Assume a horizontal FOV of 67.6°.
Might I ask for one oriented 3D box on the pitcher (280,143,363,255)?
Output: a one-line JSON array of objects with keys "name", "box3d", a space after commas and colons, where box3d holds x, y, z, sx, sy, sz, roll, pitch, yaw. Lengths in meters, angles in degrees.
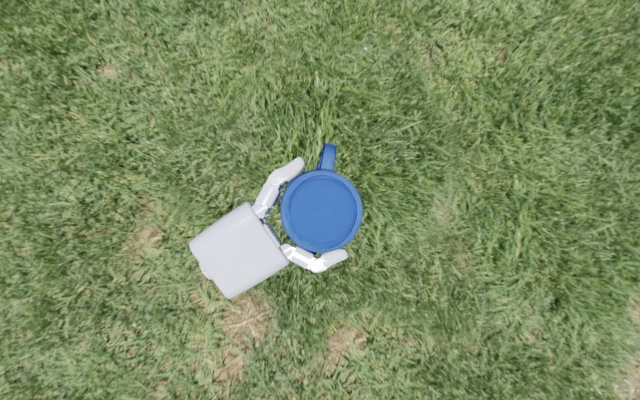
[{"name": "pitcher", "box3d": [0.000, 0.003, 0.730, 0.145, 0.149, 0.243, -34, 1, -1]}]
